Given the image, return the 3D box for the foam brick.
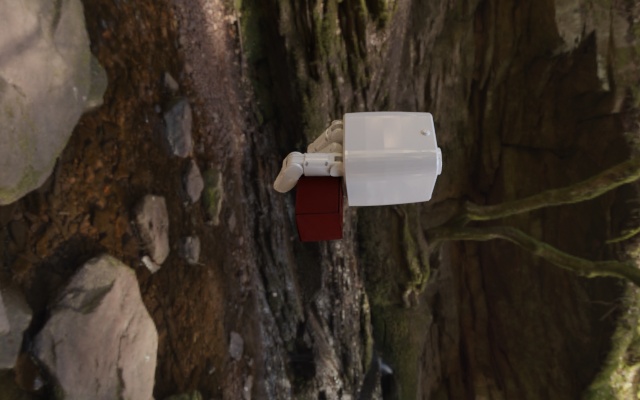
[{"bbox_3d":[0.000,0.002,0.561,0.051,0.078,0.053,-1,-39,5],"label":"foam brick"}]
